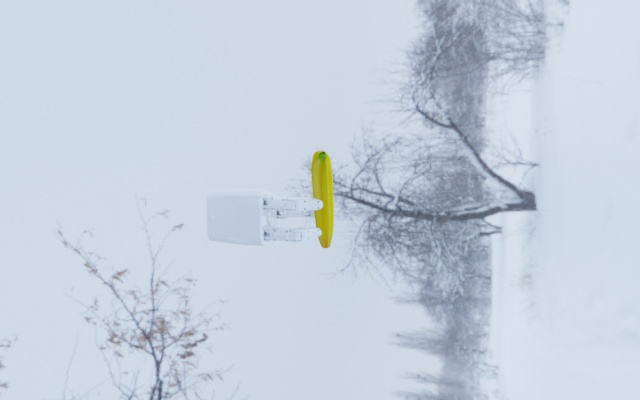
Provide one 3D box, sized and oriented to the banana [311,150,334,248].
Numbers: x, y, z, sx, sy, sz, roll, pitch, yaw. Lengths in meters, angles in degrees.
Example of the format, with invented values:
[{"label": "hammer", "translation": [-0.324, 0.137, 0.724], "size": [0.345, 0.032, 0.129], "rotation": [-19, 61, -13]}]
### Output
[{"label": "banana", "translation": [0.003, -0.010, 0.839], "size": [0.037, 0.198, 0.069], "rotation": [1, 33, 9]}]
